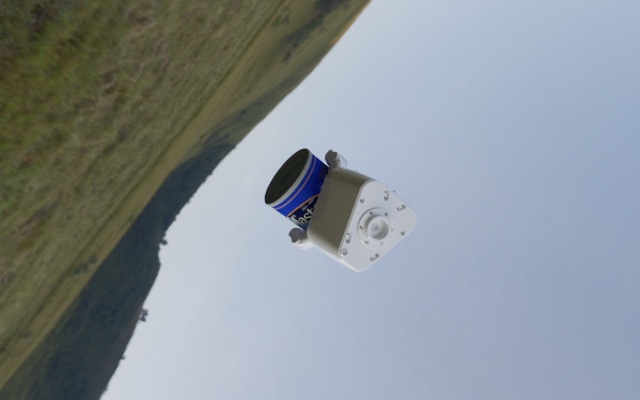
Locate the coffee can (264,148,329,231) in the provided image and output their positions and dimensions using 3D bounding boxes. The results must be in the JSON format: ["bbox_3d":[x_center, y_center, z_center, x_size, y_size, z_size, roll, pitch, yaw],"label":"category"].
[{"bbox_3d":[0.000,0.002,0.730,0.140,0.102,0.103,37,-16,-22],"label":"coffee can"}]
